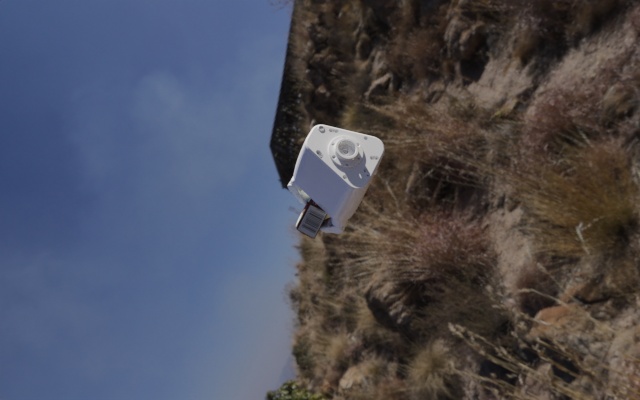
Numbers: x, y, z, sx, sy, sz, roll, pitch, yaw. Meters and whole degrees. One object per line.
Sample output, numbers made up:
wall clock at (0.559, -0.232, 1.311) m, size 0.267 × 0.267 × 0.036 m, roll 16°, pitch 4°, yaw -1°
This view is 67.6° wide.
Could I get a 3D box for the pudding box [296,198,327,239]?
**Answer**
pudding box at (0.000, 0.003, 0.800) m, size 0.039 × 0.113 × 0.090 m, roll 29°, pitch 2°, yaw -1°
